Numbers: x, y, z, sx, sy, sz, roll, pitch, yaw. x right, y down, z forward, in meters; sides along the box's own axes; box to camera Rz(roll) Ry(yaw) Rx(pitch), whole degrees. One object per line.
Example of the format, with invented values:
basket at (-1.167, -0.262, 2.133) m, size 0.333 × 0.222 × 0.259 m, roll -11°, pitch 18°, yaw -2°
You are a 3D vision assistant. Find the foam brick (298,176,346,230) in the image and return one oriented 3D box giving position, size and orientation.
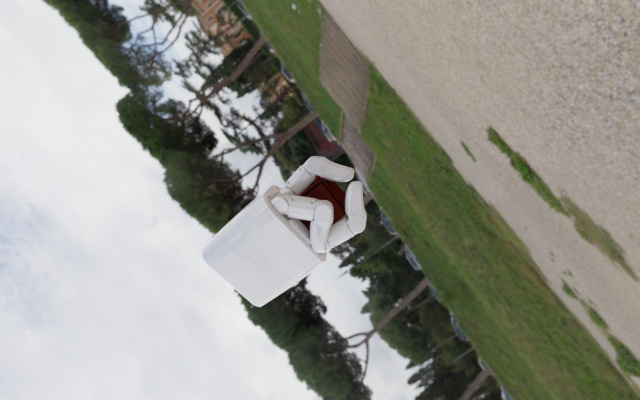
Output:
foam brick at (0.000, 0.002, 0.604) m, size 0.051 × 0.053 × 0.078 m, roll -39°, pitch 7°, yaw 11°
